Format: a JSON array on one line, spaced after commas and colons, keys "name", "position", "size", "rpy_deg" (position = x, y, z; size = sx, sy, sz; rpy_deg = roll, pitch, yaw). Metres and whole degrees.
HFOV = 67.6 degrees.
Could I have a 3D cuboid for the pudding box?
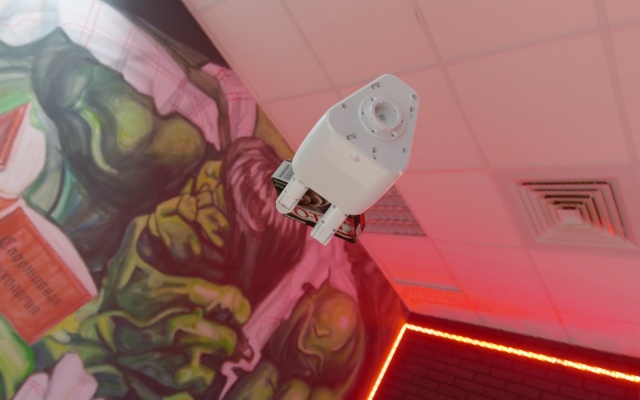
[{"name": "pudding box", "position": [0.000, 0.002, 0.608], "size": [0.113, 0.039, 0.090], "rpy_deg": [22, -30, 22]}]
